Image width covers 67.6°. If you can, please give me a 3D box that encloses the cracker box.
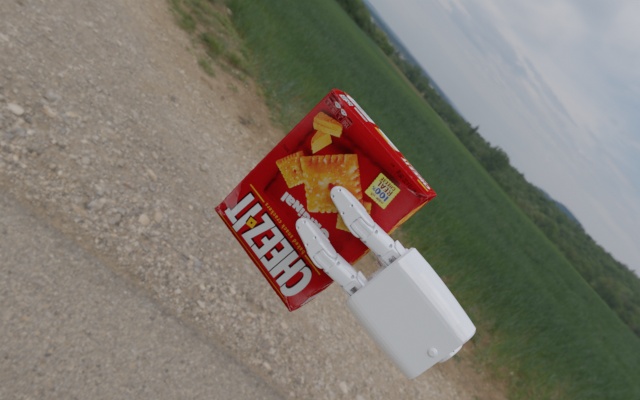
[{"bbox_3d":[0.000,0.002,0.568,0.214,0.164,0.072,-42,-13,17],"label":"cracker box"}]
